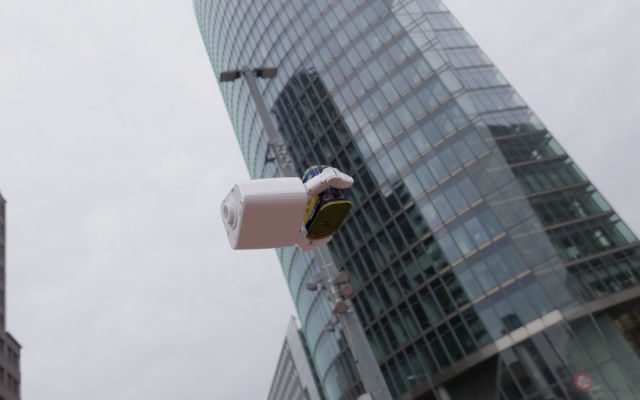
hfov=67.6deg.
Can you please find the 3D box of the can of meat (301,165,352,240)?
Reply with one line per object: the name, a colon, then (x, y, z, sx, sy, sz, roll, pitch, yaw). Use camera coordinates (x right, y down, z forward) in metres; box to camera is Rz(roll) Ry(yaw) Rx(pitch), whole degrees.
can of meat: (0.000, 0.002, 0.807, 0.057, 0.084, 0.102, -5, -36, -28)
